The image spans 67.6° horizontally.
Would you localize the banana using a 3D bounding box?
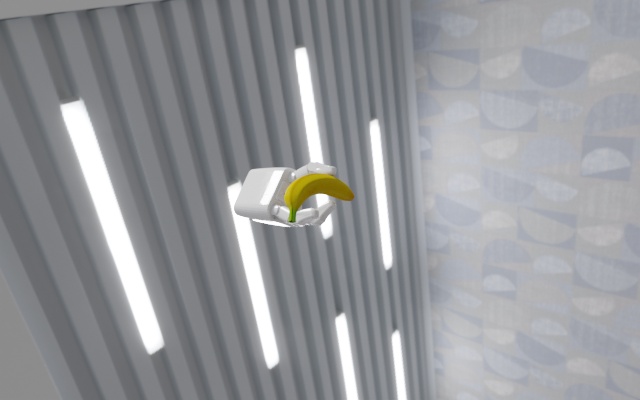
[{"bbox_3d":[-0.005,-0.015,0.845,0.037,0.069,0.198,-4,9,38],"label":"banana"}]
